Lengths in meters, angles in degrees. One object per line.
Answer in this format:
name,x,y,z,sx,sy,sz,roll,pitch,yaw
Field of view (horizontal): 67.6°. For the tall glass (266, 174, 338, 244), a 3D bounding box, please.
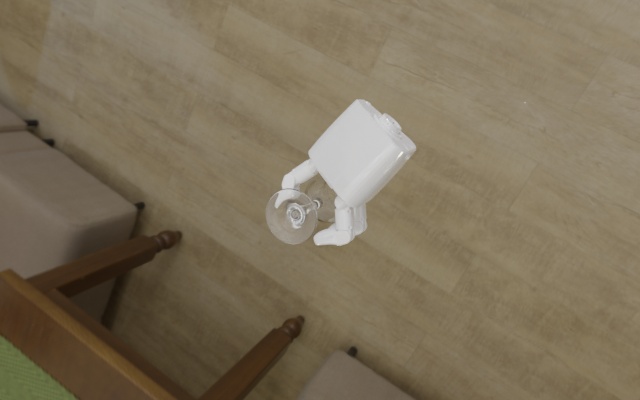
tall glass,0.000,0.003,0.708,0.079,0.079,0.201,0,11,23
